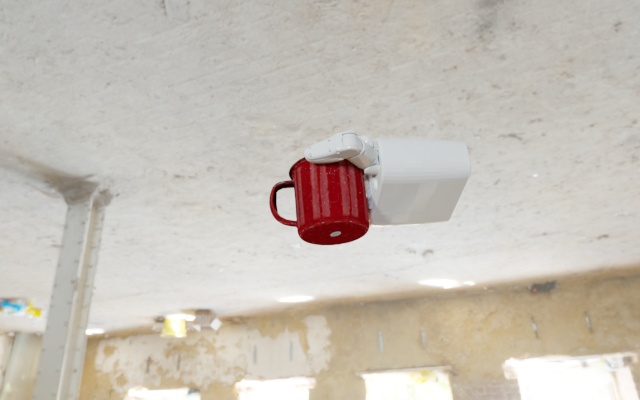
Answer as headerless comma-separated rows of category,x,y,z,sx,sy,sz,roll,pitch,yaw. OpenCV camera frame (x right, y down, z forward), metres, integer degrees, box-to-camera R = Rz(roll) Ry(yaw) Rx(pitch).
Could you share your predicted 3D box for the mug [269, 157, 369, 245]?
mug,-0.001,0.002,0.547,0.117,0.081,0.093,-2,-24,-7
